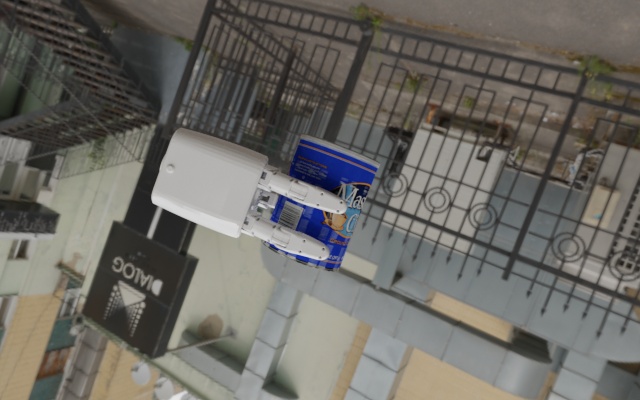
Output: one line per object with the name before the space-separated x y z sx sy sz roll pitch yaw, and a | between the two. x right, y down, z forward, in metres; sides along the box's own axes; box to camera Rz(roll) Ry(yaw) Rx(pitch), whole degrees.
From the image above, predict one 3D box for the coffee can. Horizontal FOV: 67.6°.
coffee can | 0.000 0.002 0.584 0.103 0.140 0.103 21 3 -1
